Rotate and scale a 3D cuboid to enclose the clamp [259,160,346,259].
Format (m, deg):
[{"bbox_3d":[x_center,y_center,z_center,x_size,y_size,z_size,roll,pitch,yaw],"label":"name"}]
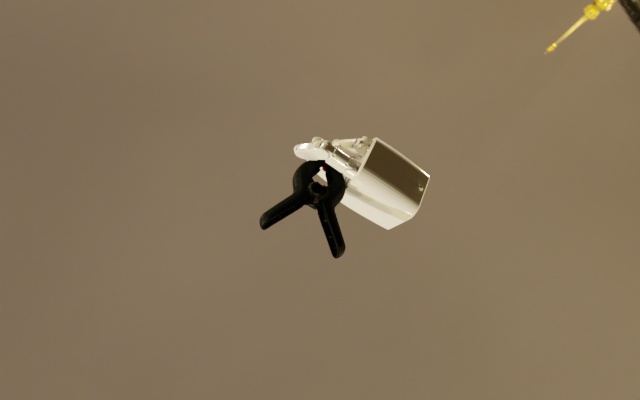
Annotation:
[{"bbox_3d":[0.000,0.002,0.679,0.120,0.171,0.039,33,-37,-5],"label":"clamp"}]
